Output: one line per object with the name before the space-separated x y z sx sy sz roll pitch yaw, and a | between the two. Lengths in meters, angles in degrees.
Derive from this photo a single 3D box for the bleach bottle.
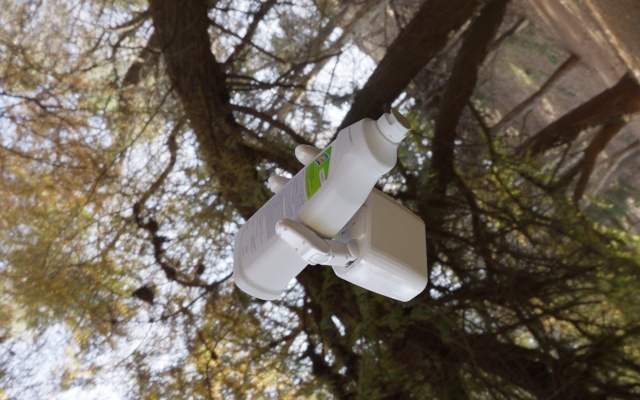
bleach bottle | 0.000 0.002 0.520 0.068 0.102 0.251 28 -56 -30
